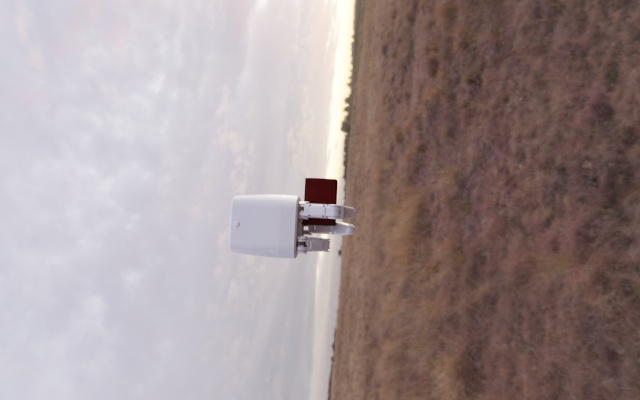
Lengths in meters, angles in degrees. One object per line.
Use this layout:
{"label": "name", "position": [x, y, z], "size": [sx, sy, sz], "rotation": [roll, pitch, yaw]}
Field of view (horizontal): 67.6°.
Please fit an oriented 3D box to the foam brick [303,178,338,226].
{"label": "foam brick", "position": [0.000, 0.002, 0.781], "size": [0.051, 0.078, 0.053], "rotation": [3, -2, 5]}
